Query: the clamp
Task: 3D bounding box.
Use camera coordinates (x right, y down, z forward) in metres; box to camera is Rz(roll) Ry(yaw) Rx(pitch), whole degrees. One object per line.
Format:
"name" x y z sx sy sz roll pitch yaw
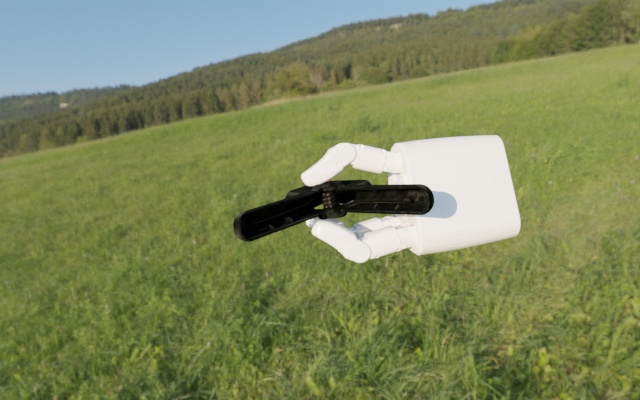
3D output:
"clamp" 0.000 0.001 0.473 0.164 0.036 0.210 -9 7 -6
